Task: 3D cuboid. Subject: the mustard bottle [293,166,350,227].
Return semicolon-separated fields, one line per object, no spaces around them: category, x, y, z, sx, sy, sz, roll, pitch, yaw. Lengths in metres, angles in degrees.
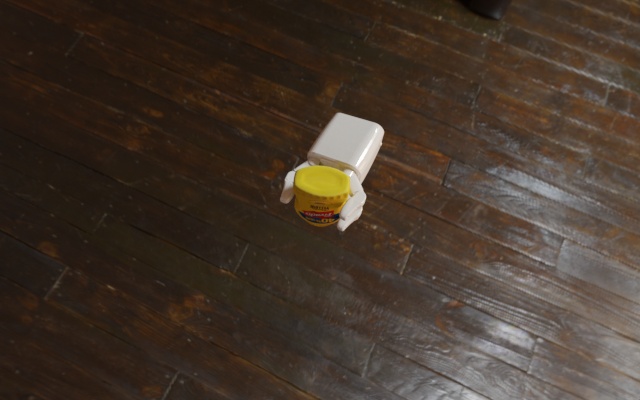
mustard bottle;0.000;0.003;0.880;0.096;0.058;0.192;5;-23;1
